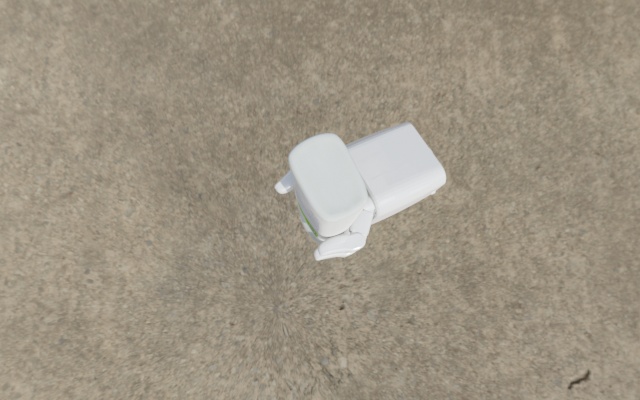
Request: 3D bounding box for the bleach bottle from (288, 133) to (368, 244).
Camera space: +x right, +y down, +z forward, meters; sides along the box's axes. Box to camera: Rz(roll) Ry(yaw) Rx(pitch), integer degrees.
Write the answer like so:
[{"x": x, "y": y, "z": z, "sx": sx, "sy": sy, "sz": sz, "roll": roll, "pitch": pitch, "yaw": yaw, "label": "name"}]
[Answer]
[{"x": 0.000, "y": 0.002, "z": 0.635, "sx": 0.068, "sy": 0.102, "sz": 0.251, "roll": -26, "pitch": -9, "yaw": -10, "label": "bleach bottle"}]
